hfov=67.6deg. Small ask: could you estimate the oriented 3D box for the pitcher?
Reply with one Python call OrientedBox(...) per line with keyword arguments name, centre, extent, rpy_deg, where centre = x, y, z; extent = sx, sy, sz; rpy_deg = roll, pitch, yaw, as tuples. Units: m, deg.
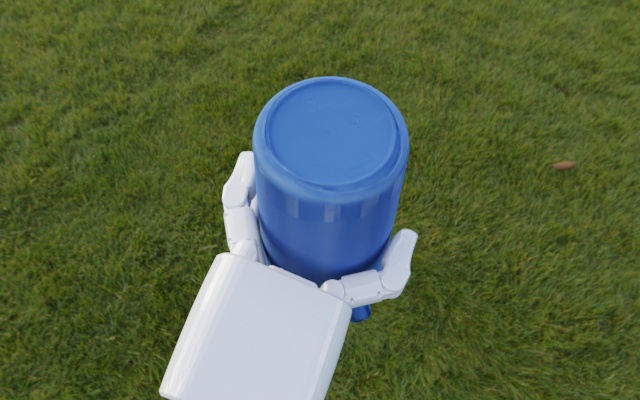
OrientedBox(name="pitcher", centre=(0.000, 0.002, 0.429), extent=(0.149, 0.145, 0.243), rpy_deg=(17, -27, 8))
